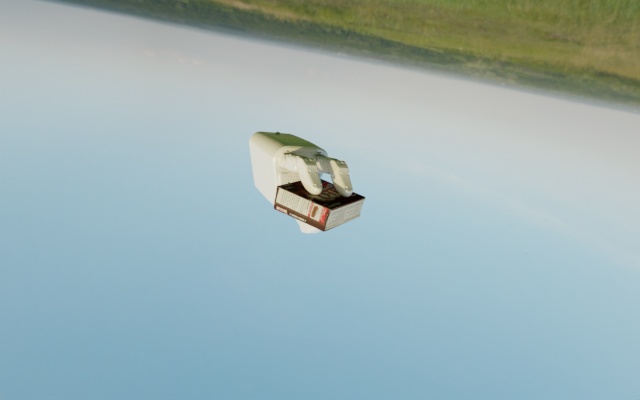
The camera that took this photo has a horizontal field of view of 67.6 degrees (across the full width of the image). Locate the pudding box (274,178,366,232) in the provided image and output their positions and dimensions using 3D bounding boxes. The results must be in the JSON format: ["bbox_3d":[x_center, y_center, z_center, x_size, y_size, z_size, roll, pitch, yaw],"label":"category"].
[{"bbox_3d":[0.000,0.002,0.688,0.090,0.039,0.113,22,22,25],"label":"pudding box"}]
